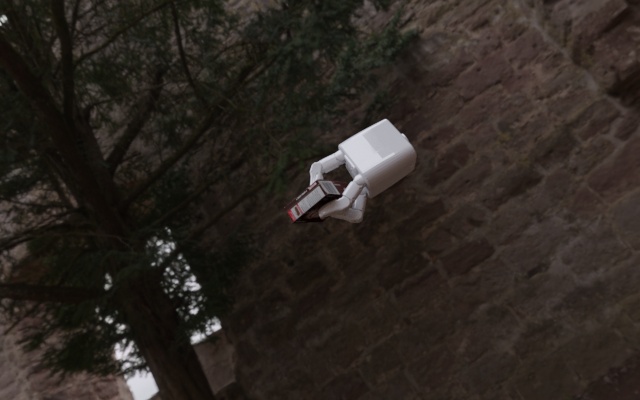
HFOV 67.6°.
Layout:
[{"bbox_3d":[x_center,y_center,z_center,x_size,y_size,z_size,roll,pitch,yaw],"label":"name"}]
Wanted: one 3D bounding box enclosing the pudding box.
[{"bbox_3d":[0.000,0.003,0.880,0.090,0.039,0.113,-41,-22,23],"label":"pudding box"}]
